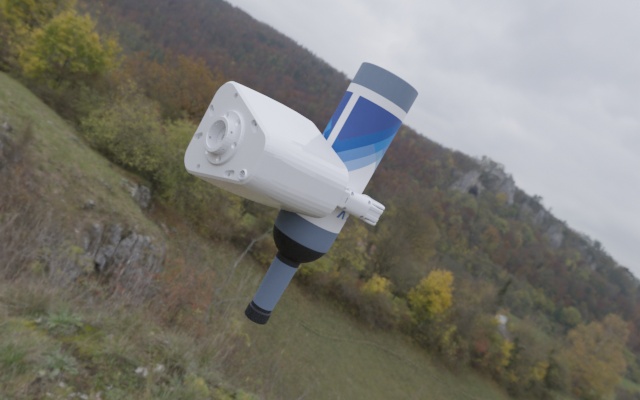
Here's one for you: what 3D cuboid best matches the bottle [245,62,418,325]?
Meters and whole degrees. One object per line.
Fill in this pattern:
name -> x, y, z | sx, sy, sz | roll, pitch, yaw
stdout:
bottle -> 0.000, 0.001, 0.508 | 0.069, 0.296, 0.069 | 29, 7, -4
